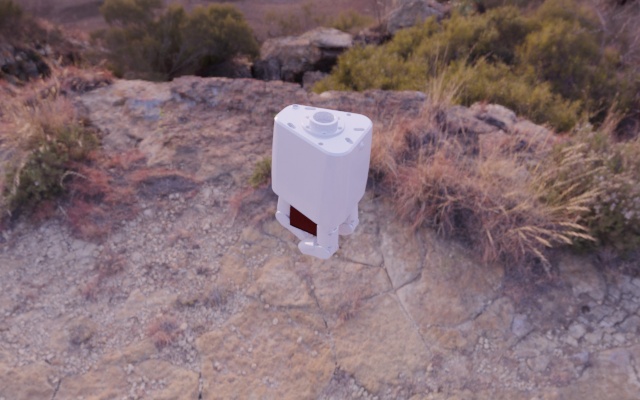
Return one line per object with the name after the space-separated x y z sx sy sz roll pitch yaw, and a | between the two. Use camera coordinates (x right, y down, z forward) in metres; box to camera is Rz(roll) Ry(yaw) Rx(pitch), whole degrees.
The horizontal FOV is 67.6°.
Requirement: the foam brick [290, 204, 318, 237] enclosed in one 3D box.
0.000 0.002 0.639 0.053 0.051 0.078 21 44 18 | foam brick
